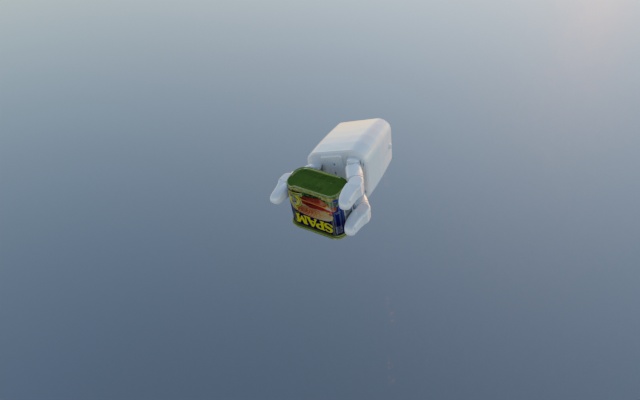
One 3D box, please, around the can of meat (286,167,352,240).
[{"bbox_3d":[0.000,0.002,0.736,0.102,0.084,0.057,18,47,28],"label":"can of meat"}]
